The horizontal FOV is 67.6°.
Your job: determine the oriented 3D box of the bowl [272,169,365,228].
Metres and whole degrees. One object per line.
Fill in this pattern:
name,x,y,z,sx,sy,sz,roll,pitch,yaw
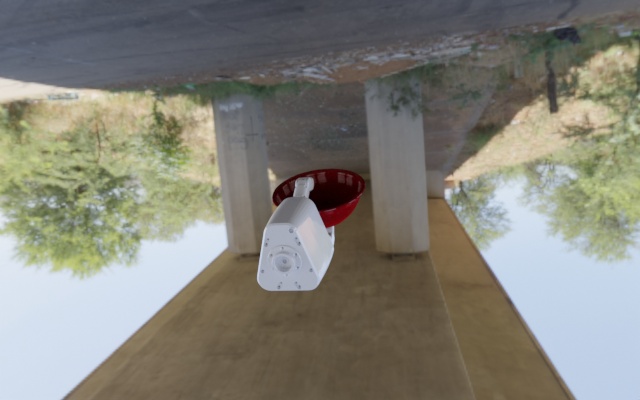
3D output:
bowl,0.001,0.002,0.831,0.162,0.055,0.162,-8,28,4
